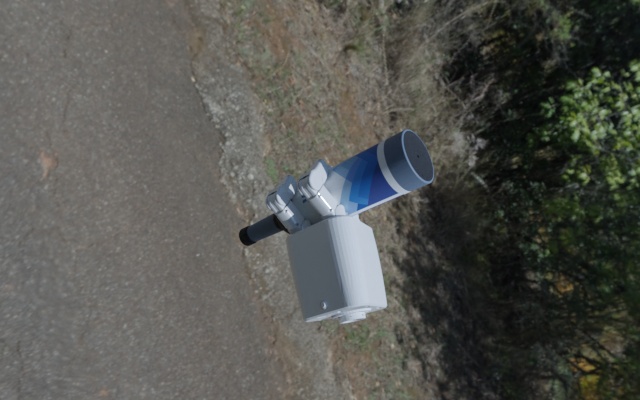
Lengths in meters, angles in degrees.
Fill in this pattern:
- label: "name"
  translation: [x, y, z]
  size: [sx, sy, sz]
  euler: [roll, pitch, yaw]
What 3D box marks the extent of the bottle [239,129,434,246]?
- label: "bottle"
  translation: [0.000, 0.002, 0.617]
  size: [0.296, 0.069, 0.069]
  euler: [-25, -15, 34]
